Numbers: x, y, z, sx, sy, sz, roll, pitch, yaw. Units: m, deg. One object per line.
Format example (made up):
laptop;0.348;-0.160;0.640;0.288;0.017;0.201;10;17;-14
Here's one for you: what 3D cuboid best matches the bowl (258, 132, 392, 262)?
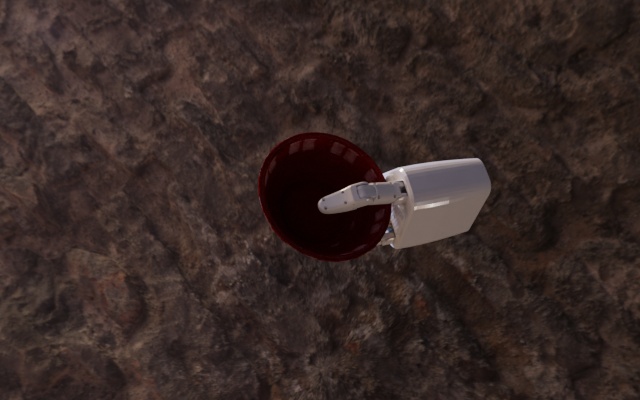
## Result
bowl;-0.001;0.002;0.566;0.162;0.162;0.055;0;-23;-21
